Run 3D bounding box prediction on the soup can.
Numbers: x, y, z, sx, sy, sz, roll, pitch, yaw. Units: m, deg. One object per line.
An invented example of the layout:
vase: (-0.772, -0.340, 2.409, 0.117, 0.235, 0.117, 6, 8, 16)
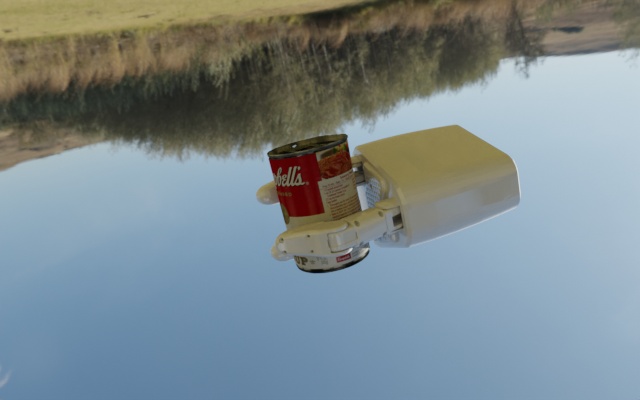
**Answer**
soup can: (0.000, 0.002, 0.402, 0.068, 0.102, 0.068, -12, 15, 3)
